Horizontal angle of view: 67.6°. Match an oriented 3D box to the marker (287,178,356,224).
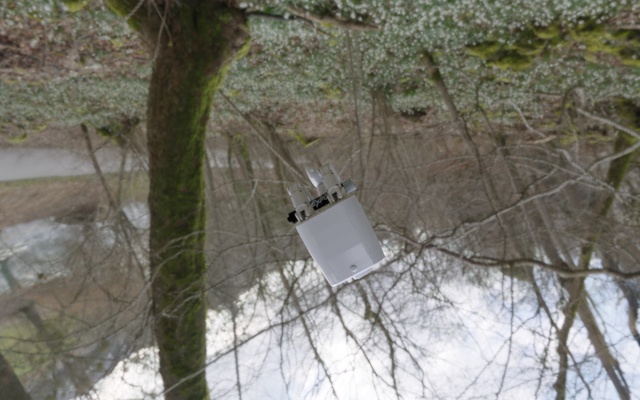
[{"bbox_3d":[0.000,0.002,0.752,0.121,0.020,0.020,-30,-6,11],"label":"marker"}]
